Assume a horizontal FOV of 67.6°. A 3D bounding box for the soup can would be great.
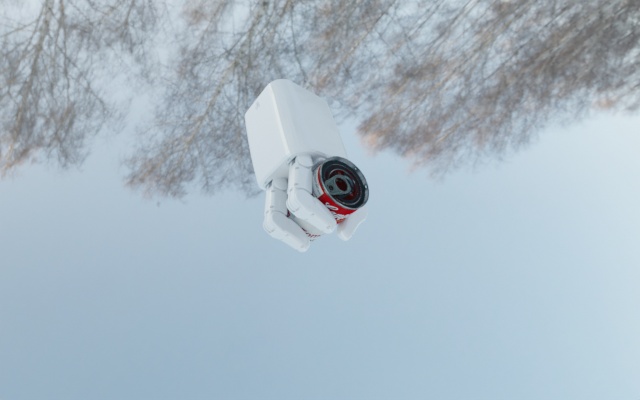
[{"bbox_3d":[0.000,0.002,0.571,0.068,0.068,0.102,0,-27,-39],"label":"soup can"}]
